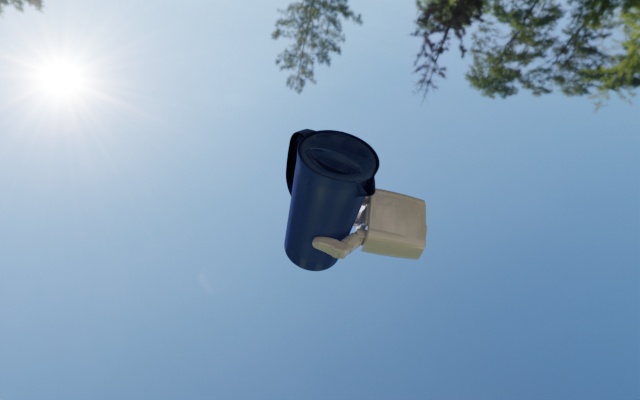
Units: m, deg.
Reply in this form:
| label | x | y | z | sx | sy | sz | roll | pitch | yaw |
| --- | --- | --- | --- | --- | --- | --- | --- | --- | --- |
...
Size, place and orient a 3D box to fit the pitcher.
| label | x | y | z | sx | sy | sz | roll | pitch | yaw |
| --- | --- | --- | --- | --- | --- | --- | --- | --- | --- |
| pitcher | 0.000 | 0.003 | 0.833 | 0.145 | 0.243 | 0.149 | 11 | 42 | -6 |
